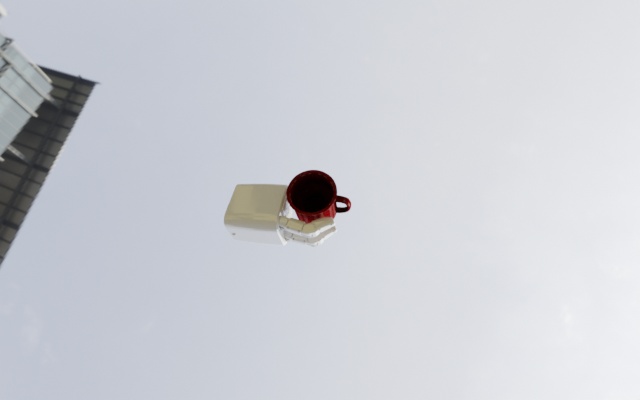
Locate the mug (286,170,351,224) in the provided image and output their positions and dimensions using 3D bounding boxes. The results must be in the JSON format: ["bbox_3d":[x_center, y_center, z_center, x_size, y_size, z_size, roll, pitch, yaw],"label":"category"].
[{"bbox_3d":[0.002,0.003,0.897,0.117,0.093,0.081,5,-25,9],"label":"mug"}]
